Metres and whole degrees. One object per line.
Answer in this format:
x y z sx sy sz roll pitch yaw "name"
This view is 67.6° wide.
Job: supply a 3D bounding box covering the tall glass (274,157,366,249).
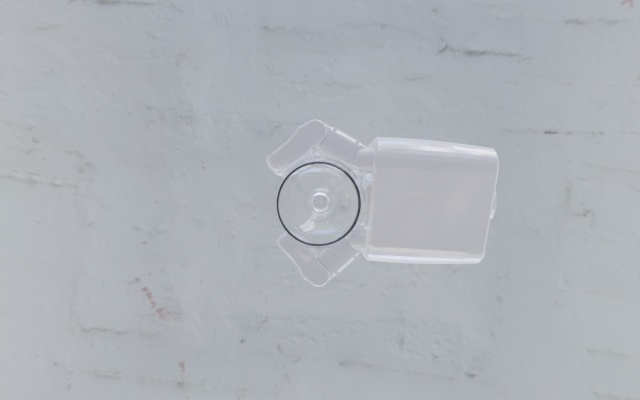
0.000 0.001 0.444 0.079 0.079 0.201 0 1 1 "tall glass"
